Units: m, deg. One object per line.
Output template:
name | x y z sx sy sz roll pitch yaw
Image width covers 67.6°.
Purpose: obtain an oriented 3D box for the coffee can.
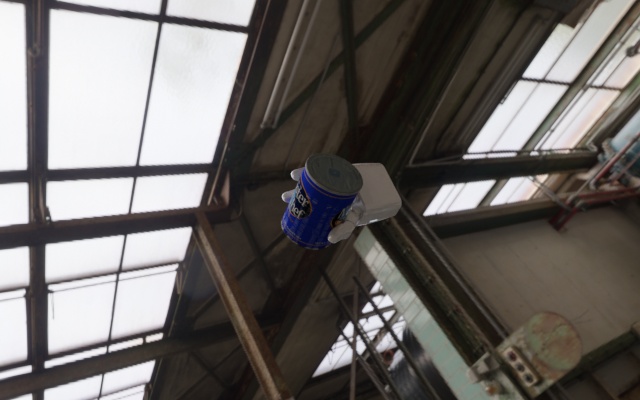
coffee can | 0.000 0.003 0.838 0.103 0.140 0.102 16 38 -13
